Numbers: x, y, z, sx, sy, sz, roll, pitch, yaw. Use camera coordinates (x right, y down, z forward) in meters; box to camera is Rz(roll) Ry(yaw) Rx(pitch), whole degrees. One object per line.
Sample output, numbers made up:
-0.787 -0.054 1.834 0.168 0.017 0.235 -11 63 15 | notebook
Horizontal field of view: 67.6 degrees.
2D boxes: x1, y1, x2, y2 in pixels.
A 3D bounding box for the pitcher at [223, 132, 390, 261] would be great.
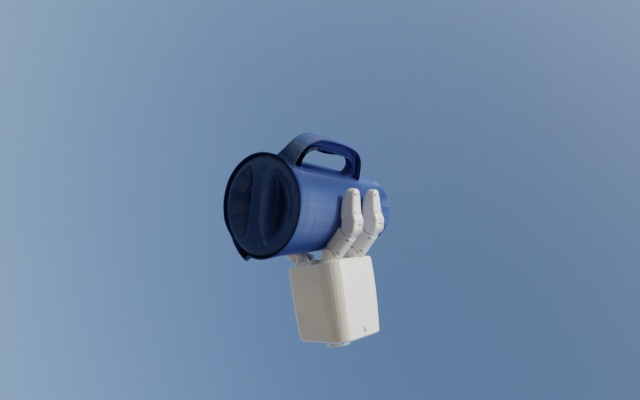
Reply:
0.000 0.002 0.670 0.149 0.145 0.243 -15 -11 37 | pitcher
